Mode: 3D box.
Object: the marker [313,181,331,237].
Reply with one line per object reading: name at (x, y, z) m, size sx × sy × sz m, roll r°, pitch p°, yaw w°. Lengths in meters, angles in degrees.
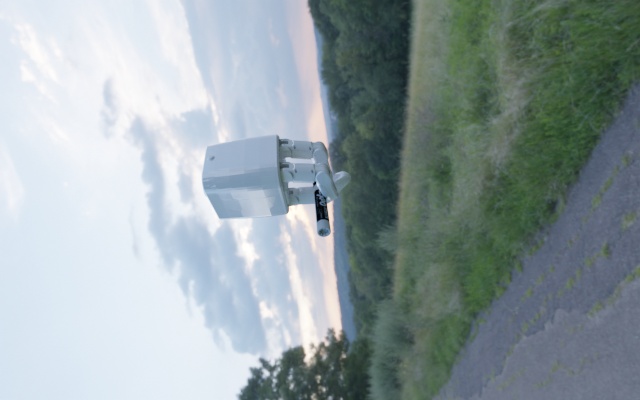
marker at (0.000, 0.002, 0.673) m, size 0.020 × 0.020 × 0.121 m, roll 0°, pitch 42°, yaw -6°
